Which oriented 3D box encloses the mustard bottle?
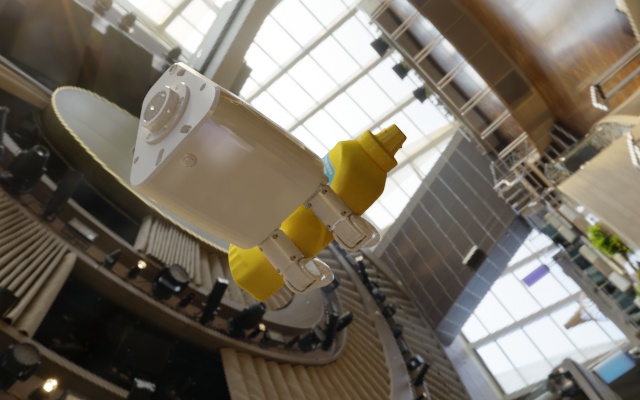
[{"bbox_3d":[0.000,0.002,0.433,0.058,0.192,0.096,43,15,-19],"label":"mustard bottle"}]
